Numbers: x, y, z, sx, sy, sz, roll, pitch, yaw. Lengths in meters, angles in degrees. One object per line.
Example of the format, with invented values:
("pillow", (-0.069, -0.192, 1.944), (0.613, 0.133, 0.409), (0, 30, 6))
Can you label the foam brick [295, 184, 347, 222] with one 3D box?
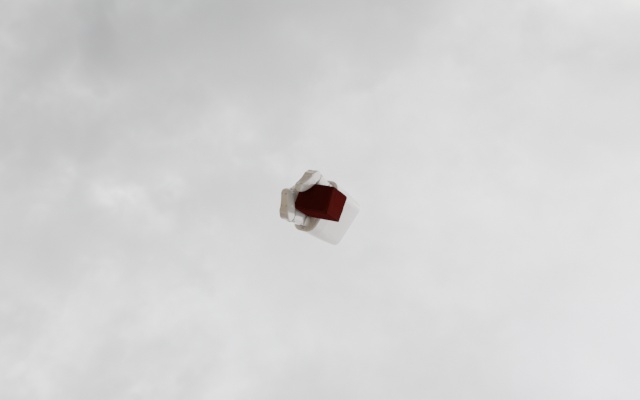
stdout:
("foam brick", (0.000, 0.003, 0.889), (0.078, 0.053, 0.051), (10, -16, 38))
